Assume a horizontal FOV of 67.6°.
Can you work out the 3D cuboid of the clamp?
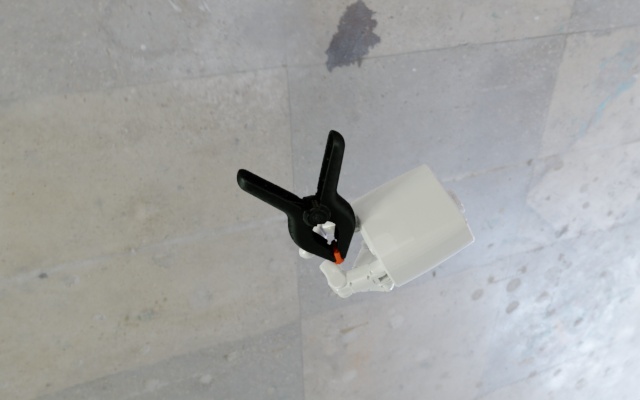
[{"bbox_3d":[0.000,0.002,0.538,0.120,0.039,0.171,-26,-52,15],"label":"clamp"}]
